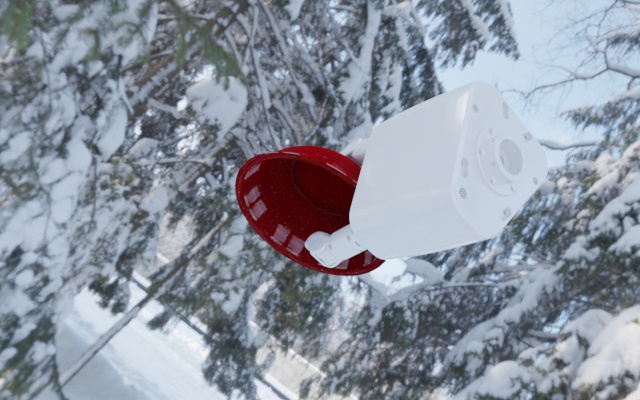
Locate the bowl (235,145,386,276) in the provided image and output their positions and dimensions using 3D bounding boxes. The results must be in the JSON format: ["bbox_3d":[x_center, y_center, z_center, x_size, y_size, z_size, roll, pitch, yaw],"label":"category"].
[{"bbox_3d":[-0.001,0.001,0.466,0.162,0.162,0.055,0,42,33],"label":"bowl"}]
